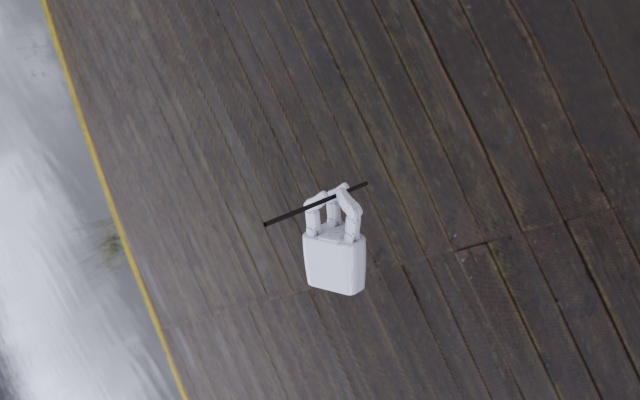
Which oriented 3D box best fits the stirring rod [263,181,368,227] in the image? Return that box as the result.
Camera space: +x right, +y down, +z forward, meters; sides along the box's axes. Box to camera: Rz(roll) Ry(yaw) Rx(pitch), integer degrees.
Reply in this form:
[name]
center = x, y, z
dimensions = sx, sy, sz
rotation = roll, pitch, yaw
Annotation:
[stirring rod]
center = 0.000, 0.003, 0.816
dimensions = 0.239, 0.011, 0.011
rotation = -22, 14, -39
